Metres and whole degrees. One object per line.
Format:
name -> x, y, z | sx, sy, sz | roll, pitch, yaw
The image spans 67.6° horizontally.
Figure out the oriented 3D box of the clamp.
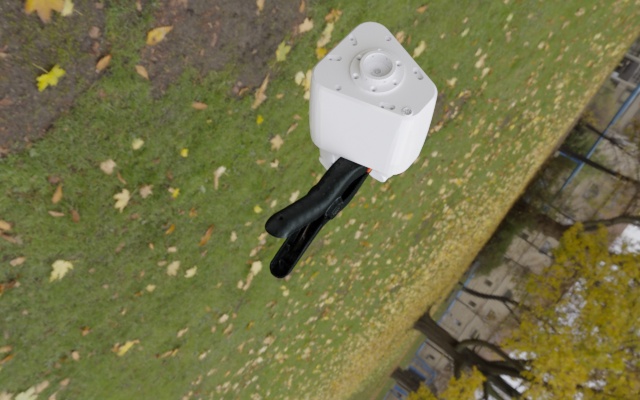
clamp -> 0.001, 0.002, 0.505 | 0.039, 0.171, 0.120 | 36, -17, 10
